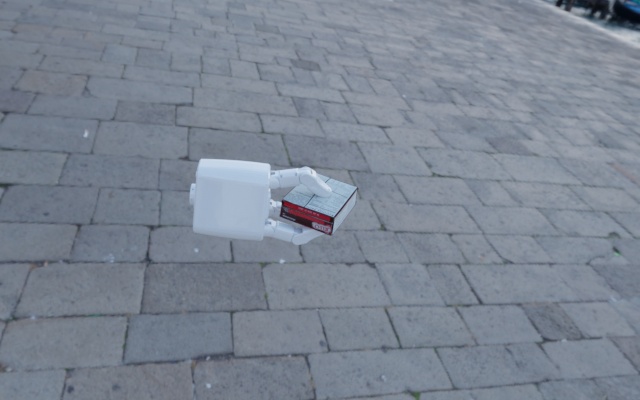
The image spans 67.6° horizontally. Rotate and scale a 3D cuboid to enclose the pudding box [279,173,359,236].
[{"bbox_3d":[0.000,0.002,0.757,0.090,0.039,0.113,20,35,15],"label":"pudding box"}]
